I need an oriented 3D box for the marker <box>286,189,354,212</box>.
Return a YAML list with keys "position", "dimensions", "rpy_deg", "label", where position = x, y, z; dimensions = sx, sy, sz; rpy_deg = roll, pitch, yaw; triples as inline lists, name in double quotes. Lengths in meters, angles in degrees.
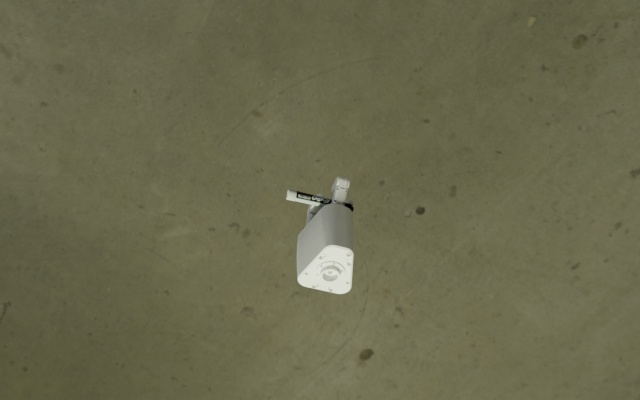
- position: [0.000, 0.003, 0.843]
  dimensions: [0.121, 0.020, 0.020]
  rpy_deg: [13, -2, -9]
  label: "marker"
